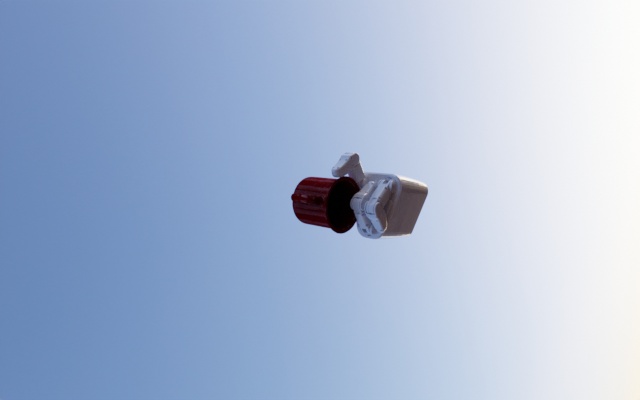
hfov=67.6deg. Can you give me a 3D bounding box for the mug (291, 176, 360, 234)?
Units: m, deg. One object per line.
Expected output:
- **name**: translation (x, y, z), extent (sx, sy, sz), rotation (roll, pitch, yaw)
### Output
- **mug**: translation (-0.001, 0.003, 0.780), extent (0.081, 0.093, 0.117), rotation (8, 1, 40)
